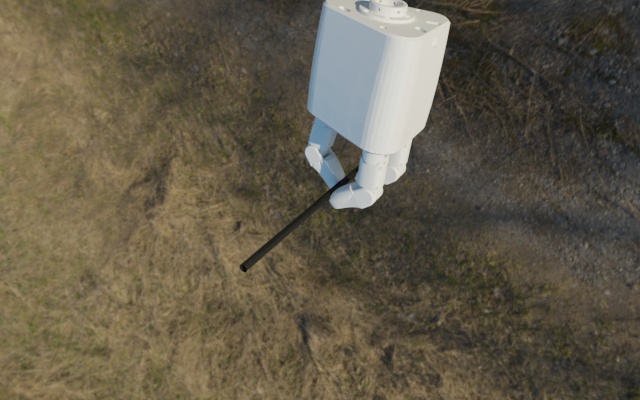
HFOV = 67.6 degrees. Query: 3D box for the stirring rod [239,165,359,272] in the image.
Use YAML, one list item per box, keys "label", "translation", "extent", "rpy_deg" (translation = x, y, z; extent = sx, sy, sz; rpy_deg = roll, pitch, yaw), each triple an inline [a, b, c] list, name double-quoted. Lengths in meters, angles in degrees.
- label: "stirring rod"
  translation: [0.000, 0.001, 0.487]
  extent: [0.011, 0.011, 0.239]
  rpy_deg: [0, 28, 38]
